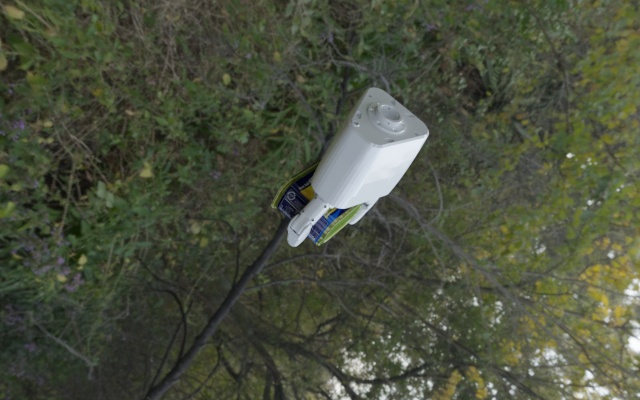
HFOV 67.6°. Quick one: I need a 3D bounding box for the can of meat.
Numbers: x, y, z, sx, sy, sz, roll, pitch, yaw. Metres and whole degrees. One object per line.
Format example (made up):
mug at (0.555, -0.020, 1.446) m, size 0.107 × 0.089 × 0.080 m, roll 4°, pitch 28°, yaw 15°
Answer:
can of meat at (0.000, 0.002, 0.638) m, size 0.102 × 0.084 × 0.057 m, roll -36°, pitch -16°, yaw -47°
